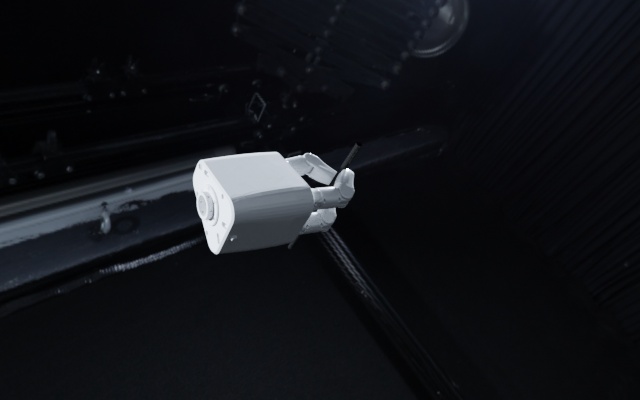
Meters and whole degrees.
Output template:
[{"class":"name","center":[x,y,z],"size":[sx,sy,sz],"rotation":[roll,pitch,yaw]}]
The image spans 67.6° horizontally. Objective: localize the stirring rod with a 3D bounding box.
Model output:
[{"class":"stirring rod","center":[0.000,0.002,0.682],"size":[0.011,0.011,0.240],"rotation":[0,-37,-30]}]
